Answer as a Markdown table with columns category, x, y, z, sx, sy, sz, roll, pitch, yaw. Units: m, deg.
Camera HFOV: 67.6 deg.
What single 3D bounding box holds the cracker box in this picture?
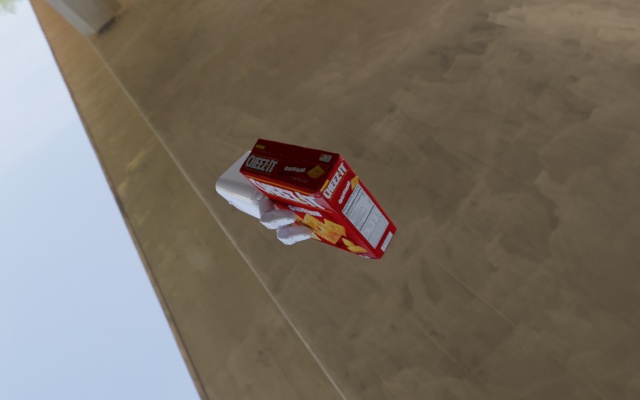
| category | x | y | z | sx | sy | sz | roll | pitch | yaw |
| --- | --- | --- | --- | --- | --- | --- | --- | --- | --- |
| cracker box | 0.000 | 0.002 | 0.741 | 0.164 | 0.072 | 0.214 | 15 | -21 | 39 |
